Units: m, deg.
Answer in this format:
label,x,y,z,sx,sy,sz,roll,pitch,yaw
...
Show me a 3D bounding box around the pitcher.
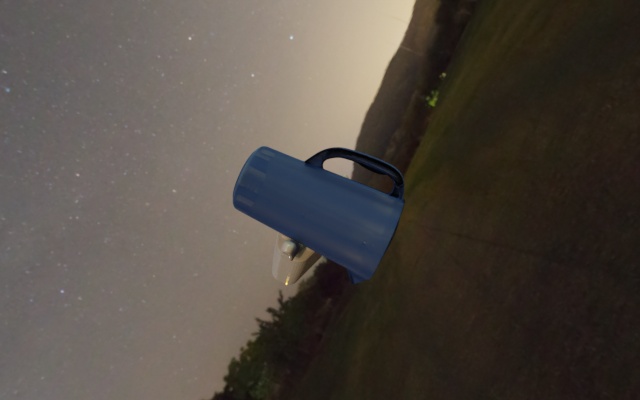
label,x,y,z,sx,sy,sz,roll,pitch,yaw
pitcher,0.000,0.003,0.724,0.243,0.149,0.145,25,-34,4
